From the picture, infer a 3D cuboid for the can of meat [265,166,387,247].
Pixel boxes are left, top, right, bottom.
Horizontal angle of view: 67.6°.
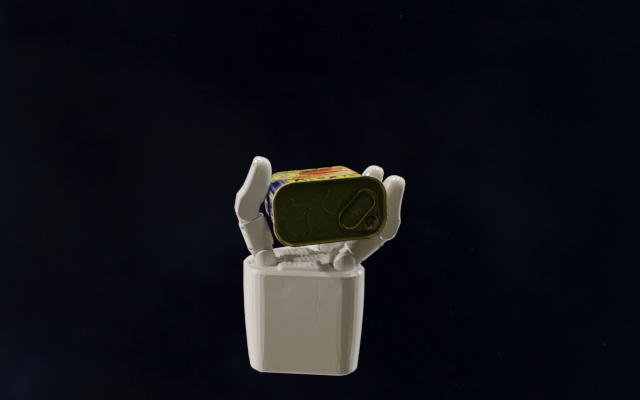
[{"bbox_3d":[0.000,0.001,0.450,0.102,0.057,0.084,-6,13,-13],"label":"can of meat"}]
